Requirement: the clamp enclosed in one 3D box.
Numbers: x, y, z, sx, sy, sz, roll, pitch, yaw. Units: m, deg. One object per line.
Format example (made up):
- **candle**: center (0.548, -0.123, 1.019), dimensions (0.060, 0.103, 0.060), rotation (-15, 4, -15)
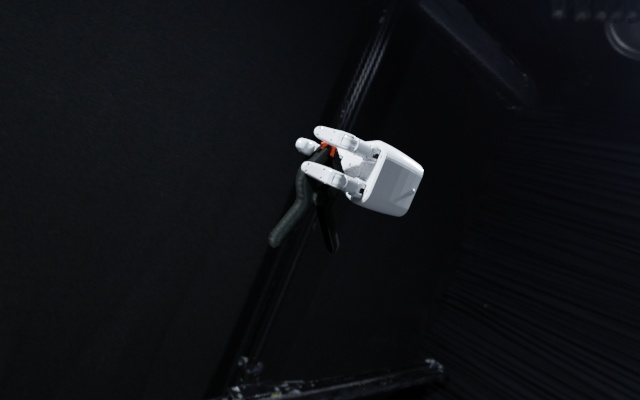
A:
- **clamp**: center (0.000, 0.002, 0.712), dimensions (0.120, 0.171, 0.039), rotation (20, 5, -42)
